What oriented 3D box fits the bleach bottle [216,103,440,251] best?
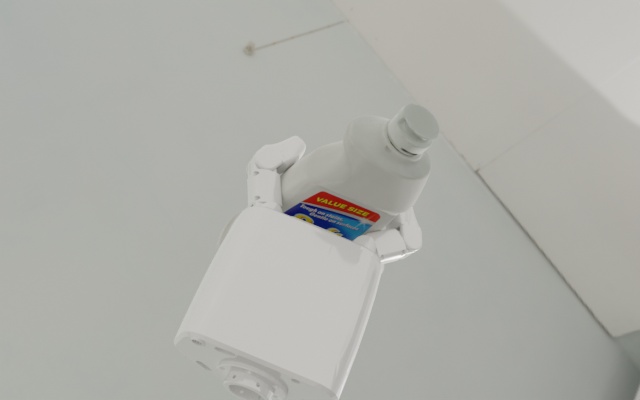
[{"bbox_3d":[0.000,0.001,0.402,0.102,0.068,0.251,33,-40,-11],"label":"bleach bottle"}]
